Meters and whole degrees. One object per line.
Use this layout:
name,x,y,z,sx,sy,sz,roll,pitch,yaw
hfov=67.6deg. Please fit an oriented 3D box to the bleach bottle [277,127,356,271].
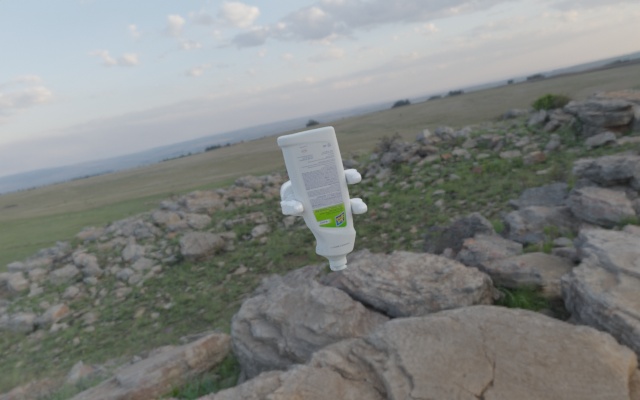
bleach bottle,0.000,0.003,0.839,0.102,0.251,0.068,-13,10,-6
